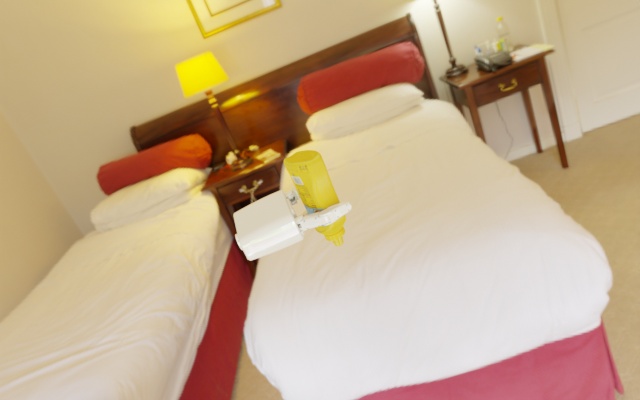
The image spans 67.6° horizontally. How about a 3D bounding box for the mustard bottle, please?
[{"bbox_3d":[0.000,0.003,0.886,0.058,0.192,0.096,-33,23,-24],"label":"mustard bottle"}]
